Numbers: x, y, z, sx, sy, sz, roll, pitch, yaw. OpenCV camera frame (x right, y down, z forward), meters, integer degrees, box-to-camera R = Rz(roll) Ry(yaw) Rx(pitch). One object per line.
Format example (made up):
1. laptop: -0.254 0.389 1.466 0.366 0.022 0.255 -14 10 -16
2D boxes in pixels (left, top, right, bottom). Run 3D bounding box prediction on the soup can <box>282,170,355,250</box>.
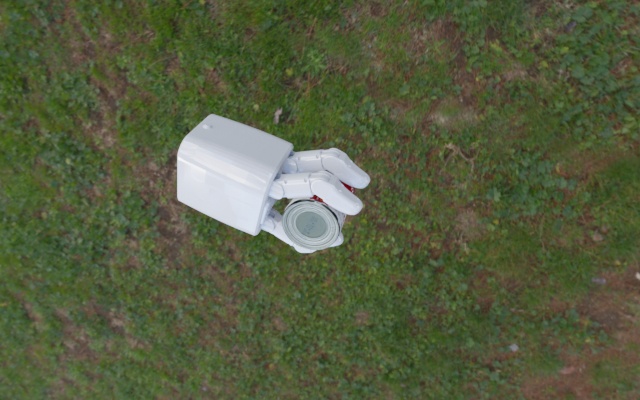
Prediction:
1. soup can: 0.000 0.002 0.561 0.068 0.068 0.102 0 32 15
